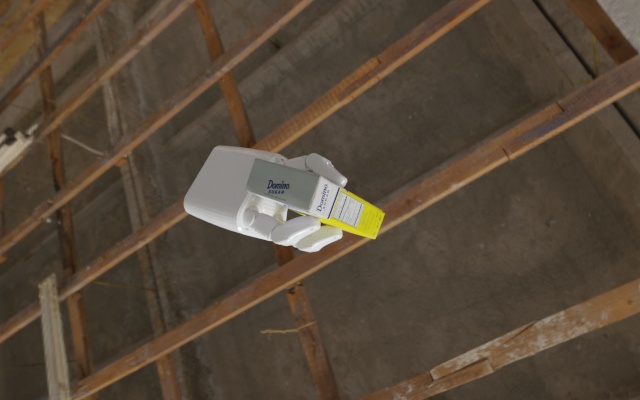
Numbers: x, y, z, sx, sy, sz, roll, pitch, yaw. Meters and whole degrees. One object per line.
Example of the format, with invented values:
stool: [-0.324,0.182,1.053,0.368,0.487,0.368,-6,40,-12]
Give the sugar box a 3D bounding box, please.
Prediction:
sugar box: [0.000,0.002,0.574,0.093,0.048,0.176,17,-2,33]
